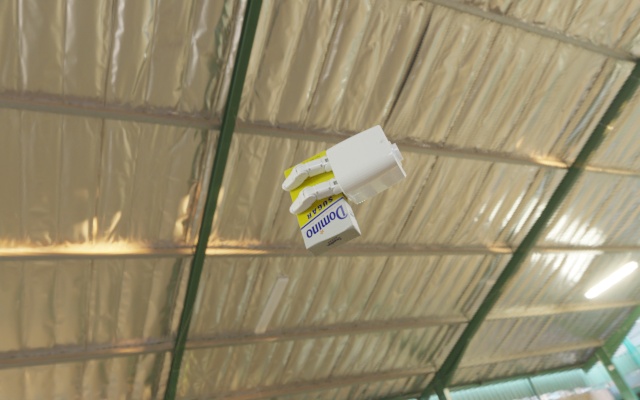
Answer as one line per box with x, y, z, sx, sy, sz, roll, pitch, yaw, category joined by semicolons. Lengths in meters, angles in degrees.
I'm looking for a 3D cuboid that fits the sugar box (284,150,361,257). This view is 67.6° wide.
0.000;0.002;0.858;0.093;0.176;0.048;-27;-38;11;sugar box
